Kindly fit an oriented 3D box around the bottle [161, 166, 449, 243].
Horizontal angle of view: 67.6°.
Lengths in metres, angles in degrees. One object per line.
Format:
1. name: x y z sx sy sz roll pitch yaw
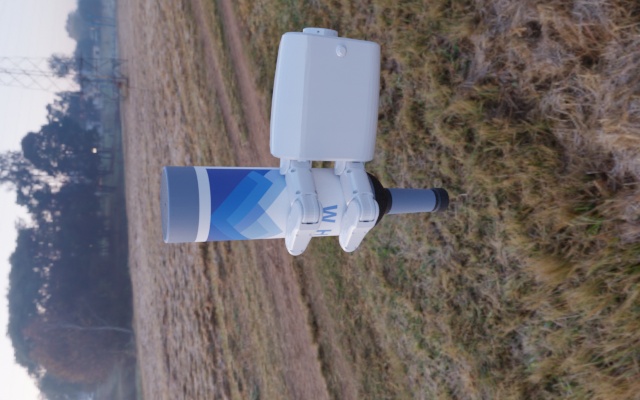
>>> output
1. bottle: 0.000 0.002 0.470 0.296 0.069 0.069 -1 0 -24
